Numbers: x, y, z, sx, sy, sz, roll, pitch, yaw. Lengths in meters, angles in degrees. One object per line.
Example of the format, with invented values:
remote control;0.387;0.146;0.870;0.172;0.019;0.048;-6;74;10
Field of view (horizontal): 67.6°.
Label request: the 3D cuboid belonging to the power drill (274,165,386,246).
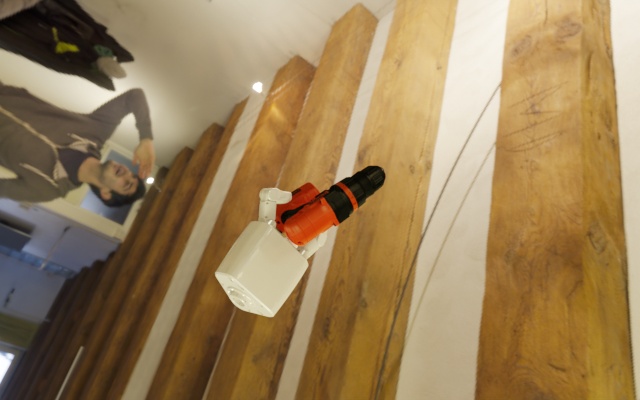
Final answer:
power drill;0.000;0.003;0.786;0.184;0.057;0.187;-33;10;-19
